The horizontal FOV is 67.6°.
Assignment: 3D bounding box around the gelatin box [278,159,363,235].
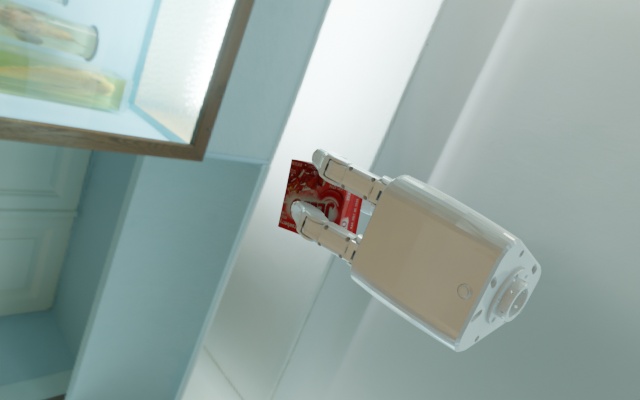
[{"bbox_3d":[0.000,0.002,0.473,0.030,0.073,0.089,7,7,-43],"label":"gelatin box"}]
